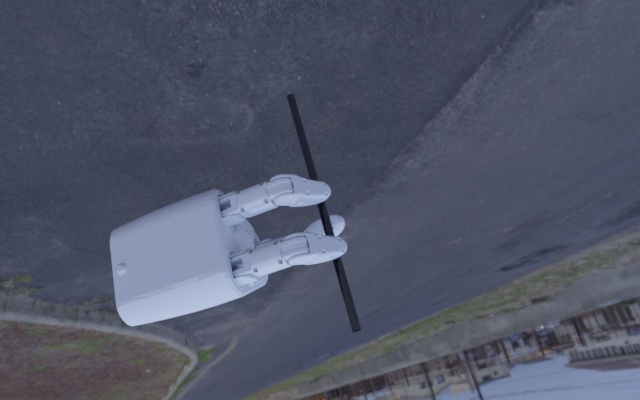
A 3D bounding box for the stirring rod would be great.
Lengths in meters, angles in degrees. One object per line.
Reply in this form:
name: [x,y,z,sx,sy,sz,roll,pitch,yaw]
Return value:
stirring rod: [0.000,0.001,0.443,0.011,0.239,0.011,-14,-21,-5]
